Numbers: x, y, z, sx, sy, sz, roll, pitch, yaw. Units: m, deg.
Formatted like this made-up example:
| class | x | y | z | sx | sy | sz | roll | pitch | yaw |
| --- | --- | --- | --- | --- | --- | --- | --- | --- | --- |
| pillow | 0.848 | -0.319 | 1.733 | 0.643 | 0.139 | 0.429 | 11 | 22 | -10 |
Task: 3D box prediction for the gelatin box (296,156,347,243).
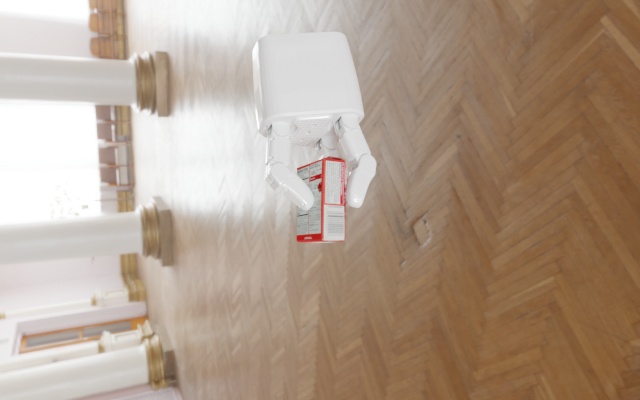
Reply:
| class | x | y | z | sx | sy | sz | roll | pitch | yaw |
| --- | --- | --- | --- | --- | --- | --- | --- | --- | --- |
| gelatin box | 0.000 | 0.002 | 0.524 | 0.030 | 0.089 | 0.073 | 4 | -7 | -25 |
